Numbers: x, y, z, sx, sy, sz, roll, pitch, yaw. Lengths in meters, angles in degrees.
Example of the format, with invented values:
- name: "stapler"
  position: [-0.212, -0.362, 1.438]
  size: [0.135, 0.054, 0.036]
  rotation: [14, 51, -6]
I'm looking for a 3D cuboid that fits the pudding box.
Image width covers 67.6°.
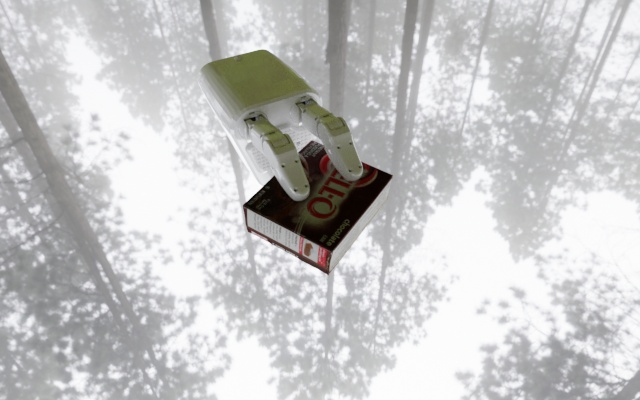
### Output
- name: "pudding box"
  position: [0.000, 0.002, 0.430]
  size: [0.090, 0.039, 0.113]
  rotation: [25, 51, 20]
